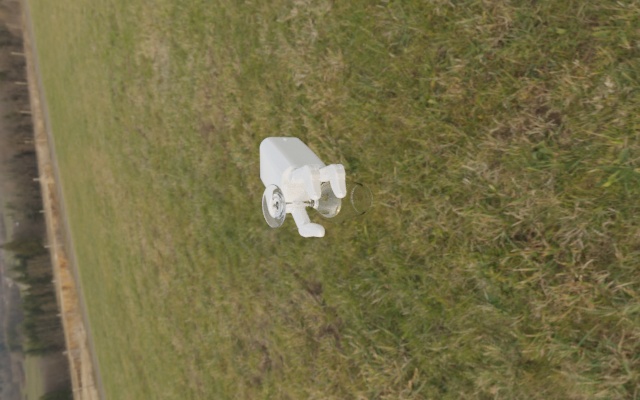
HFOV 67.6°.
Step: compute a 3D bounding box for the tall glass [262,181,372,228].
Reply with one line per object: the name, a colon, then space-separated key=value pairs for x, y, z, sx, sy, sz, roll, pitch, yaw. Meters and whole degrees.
tall glass: x=0.000 y=0.003 z=0.863 sx=0.201 sy=0.079 sz=0.079 roll=-4 pitch=2 yaw=-36
